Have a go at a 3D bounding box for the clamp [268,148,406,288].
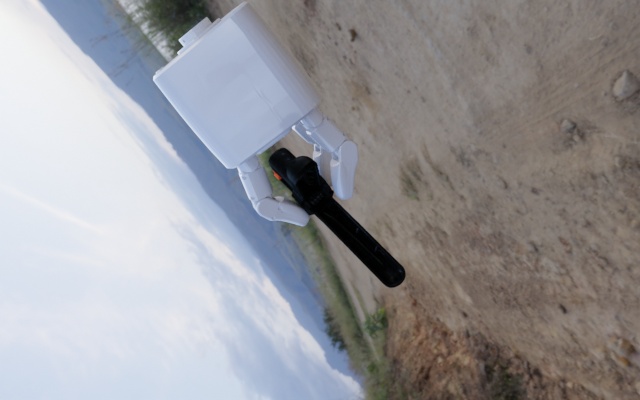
[{"bbox_3d":[-0.001,0.002,0.490,0.036,0.165,0.210,-42,24,-4],"label":"clamp"}]
